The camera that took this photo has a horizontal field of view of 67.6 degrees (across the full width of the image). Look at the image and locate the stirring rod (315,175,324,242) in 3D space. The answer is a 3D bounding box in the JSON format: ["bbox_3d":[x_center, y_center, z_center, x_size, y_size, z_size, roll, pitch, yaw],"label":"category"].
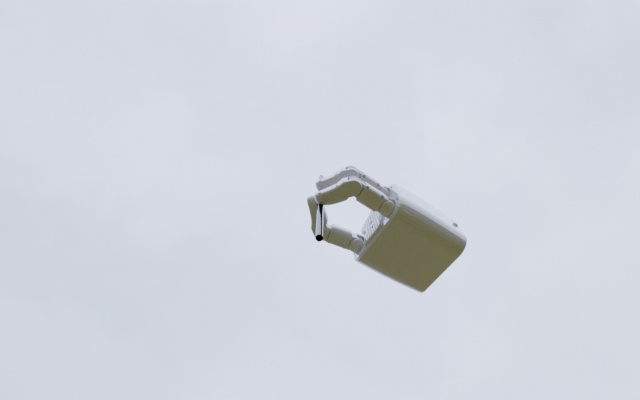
[{"bbox_3d":[0.000,0.002,0.606,0.011,0.011,0.239,0,18,1],"label":"stirring rod"}]
